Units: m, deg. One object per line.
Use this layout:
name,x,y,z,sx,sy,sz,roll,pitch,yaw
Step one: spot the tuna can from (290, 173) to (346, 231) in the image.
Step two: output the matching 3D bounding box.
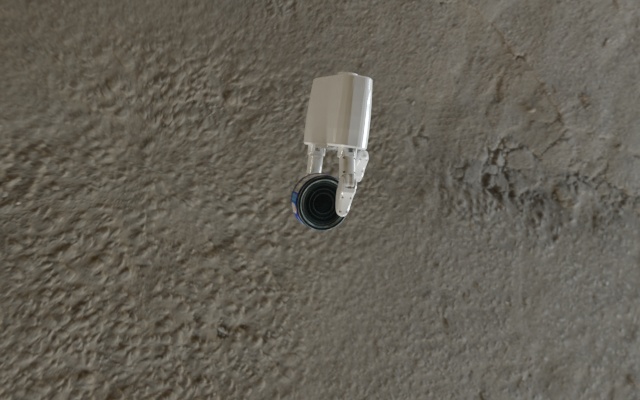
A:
tuna can,0.000,0.003,0.721,0.086,0.086,0.033,0,9,-19
